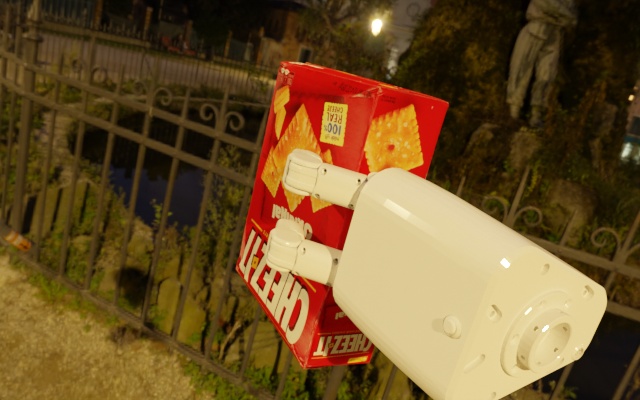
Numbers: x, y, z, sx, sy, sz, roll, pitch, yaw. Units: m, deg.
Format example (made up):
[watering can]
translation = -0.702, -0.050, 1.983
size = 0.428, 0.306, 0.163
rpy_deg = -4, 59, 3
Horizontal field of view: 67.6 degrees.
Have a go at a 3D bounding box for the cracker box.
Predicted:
[cracker box]
translation = 0.000, 0.001, 0.402
size = 0.072, 0.214, 0.164
rpy_deg = 5, 18, -31
